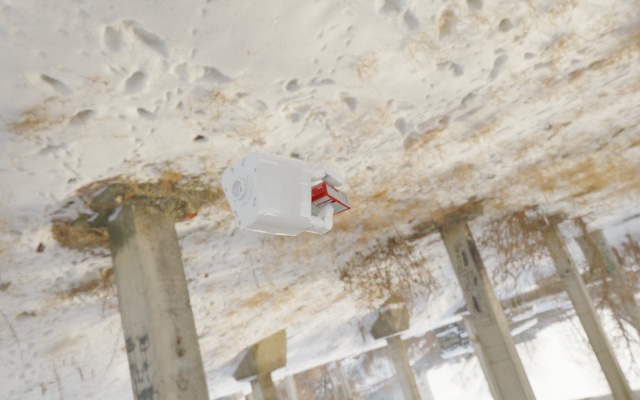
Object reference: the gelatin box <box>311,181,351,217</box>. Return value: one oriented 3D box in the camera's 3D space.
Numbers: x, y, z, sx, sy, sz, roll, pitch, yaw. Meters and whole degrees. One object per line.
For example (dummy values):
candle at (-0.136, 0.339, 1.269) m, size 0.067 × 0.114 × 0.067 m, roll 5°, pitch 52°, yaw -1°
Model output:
gelatin box at (0.000, 0.003, 0.838) m, size 0.073 × 0.030 × 0.089 m, roll -23°, pitch -27°, yaw 24°
